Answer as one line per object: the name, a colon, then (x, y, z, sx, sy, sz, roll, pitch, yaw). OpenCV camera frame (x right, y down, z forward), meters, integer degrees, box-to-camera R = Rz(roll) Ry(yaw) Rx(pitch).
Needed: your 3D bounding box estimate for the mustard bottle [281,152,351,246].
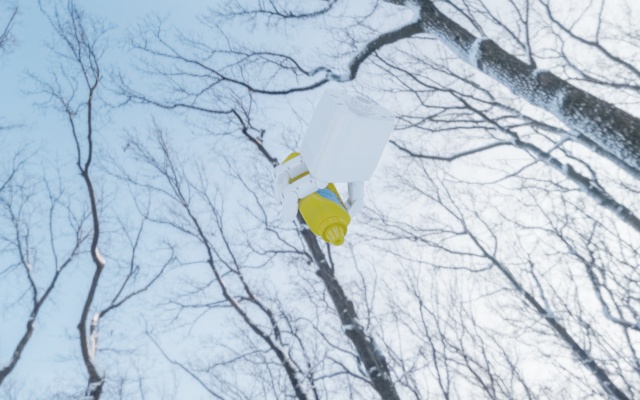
mustard bottle: (0.000, 0.003, 0.745, 0.096, 0.058, 0.191, 34, 18, -36)
